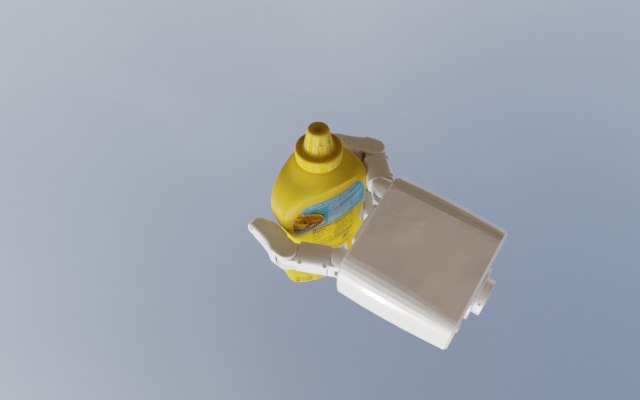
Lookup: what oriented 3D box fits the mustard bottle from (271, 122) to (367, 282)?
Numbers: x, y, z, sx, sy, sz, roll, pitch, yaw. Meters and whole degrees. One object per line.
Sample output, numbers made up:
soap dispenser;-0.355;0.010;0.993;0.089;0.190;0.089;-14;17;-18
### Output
mustard bottle;0.000;0.001;0.461;0.096;0.058;0.192;-26;-34;-18
